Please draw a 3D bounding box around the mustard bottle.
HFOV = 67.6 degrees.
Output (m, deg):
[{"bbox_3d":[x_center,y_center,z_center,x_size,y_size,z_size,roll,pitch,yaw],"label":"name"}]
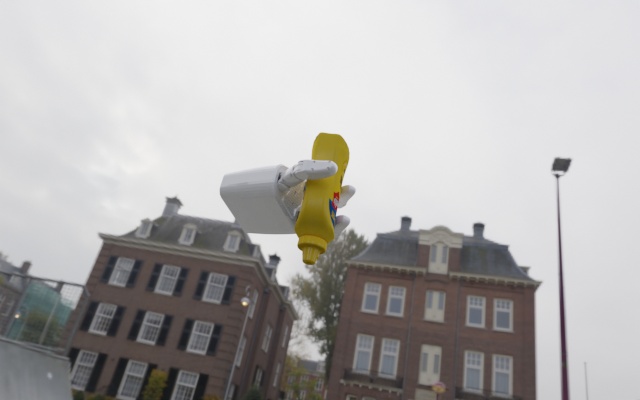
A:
[{"bbox_3d":[0.000,0.002,0.697,0.058,0.191,0.096,8,-27,7],"label":"mustard bottle"}]
